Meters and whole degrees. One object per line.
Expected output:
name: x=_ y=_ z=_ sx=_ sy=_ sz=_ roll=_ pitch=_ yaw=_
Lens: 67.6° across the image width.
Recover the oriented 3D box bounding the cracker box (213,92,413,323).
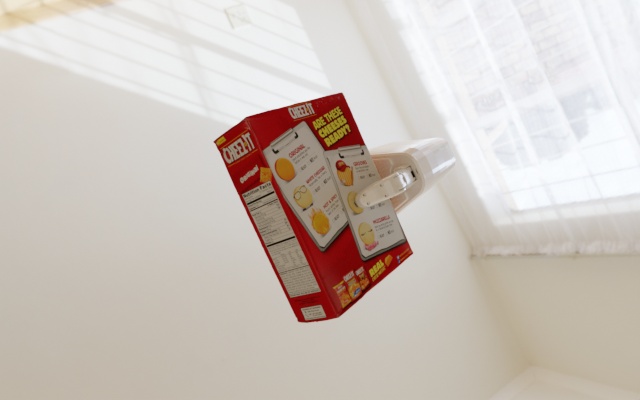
cracker box: x=0.000 y=0.002 z=0.531 sx=0.072 sy=0.214 sz=0.164 roll=-23 pitch=3 yaw=42
